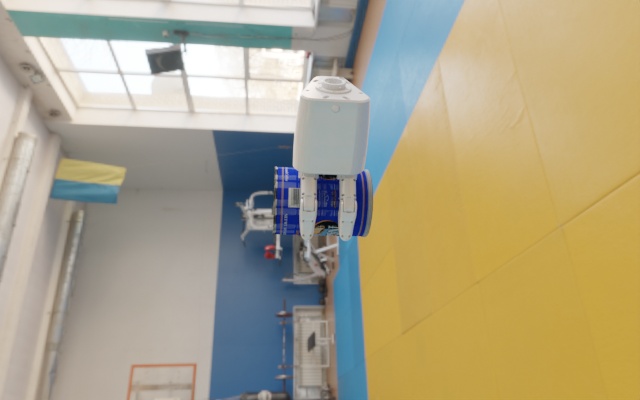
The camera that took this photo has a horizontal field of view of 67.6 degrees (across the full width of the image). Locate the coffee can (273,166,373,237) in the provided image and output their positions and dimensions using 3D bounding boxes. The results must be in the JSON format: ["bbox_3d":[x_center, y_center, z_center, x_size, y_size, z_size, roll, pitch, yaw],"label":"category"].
[{"bbox_3d":[0.000,0.002,0.718,0.140,0.103,0.103,2,0,-6],"label":"coffee can"}]
